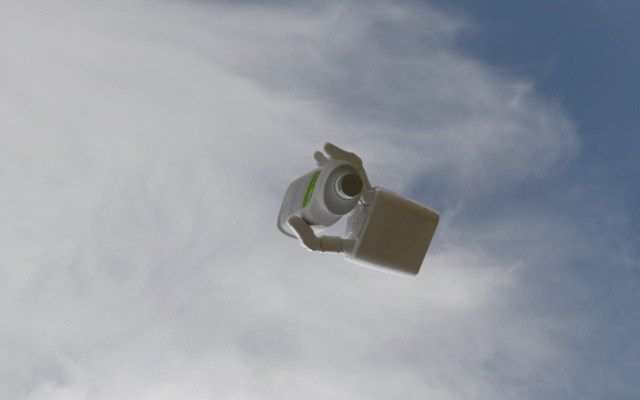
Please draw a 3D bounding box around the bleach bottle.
[{"bbox_3d":[0.000,0.002,0.682,0.068,0.102,0.251,17,-10,-14],"label":"bleach bottle"}]
